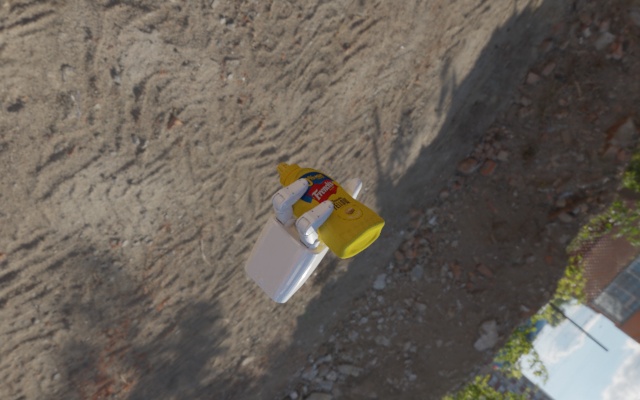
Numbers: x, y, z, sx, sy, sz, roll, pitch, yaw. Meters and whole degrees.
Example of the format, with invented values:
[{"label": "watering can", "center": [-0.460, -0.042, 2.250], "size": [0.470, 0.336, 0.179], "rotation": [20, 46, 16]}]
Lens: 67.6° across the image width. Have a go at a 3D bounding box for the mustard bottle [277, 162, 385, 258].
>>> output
[{"label": "mustard bottle", "center": [0.000, 0.002, 0.738], "size": [0.096, 0.058, 0.191], "rotation": [-27, 57, -39]}]
